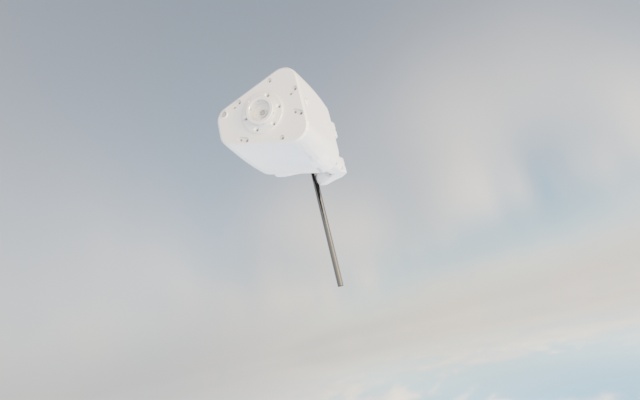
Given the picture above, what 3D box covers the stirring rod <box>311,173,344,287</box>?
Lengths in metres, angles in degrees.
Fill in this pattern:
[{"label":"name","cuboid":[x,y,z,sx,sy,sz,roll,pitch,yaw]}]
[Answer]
[{"label":"stirring rod","cuboid":[0.000,0.002,0.671,0.011,0.239,0.011,-12,-17,-4]}]
